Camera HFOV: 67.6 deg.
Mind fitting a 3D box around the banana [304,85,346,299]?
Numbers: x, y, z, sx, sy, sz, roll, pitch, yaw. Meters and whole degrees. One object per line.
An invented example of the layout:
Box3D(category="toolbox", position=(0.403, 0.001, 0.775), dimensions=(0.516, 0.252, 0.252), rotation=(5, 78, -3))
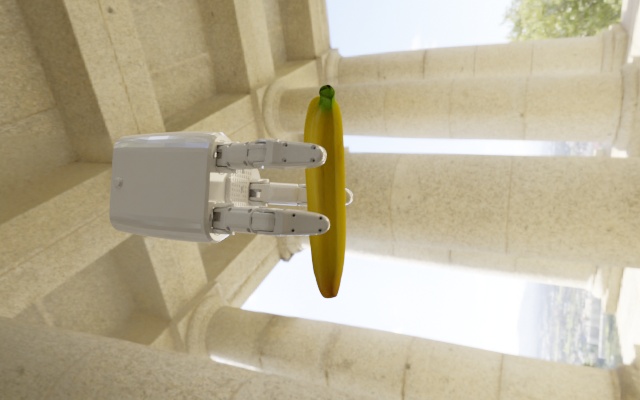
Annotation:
Box3D(category="banana", position=(0.003, -0.009, 0.435), dimensions=(0.037, 0.198, 0.069), rotation=(1, 23, 10))
